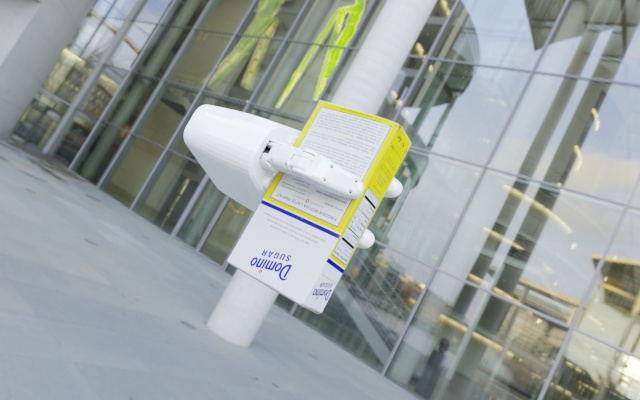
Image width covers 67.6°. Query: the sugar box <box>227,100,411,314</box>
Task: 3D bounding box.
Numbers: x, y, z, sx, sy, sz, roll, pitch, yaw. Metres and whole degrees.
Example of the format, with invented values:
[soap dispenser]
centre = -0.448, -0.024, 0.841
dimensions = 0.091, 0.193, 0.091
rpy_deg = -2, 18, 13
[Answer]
[sugar box]
centre = 0.000, 0.001, 0.432
dimensions = 0.093, 0.176, 0.048
rpy_deg = 23, -9, 34
